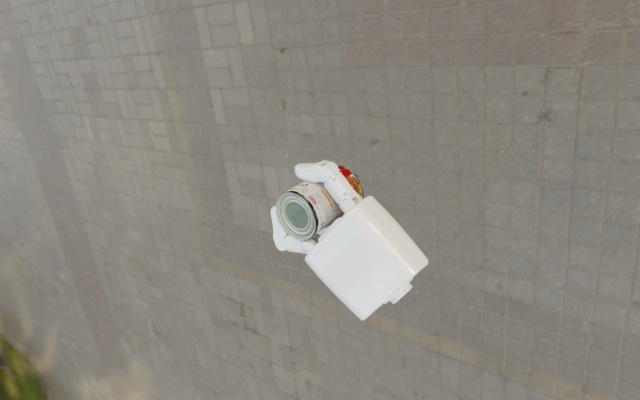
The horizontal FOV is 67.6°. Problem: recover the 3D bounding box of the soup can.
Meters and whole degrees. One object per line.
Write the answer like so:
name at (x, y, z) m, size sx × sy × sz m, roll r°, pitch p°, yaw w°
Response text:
soup can at (0.000, 0.002, 0.619) m, size 0.068 × 0.068 × 0.102 m, roll 0°, pitch 21°, yaw 41°
